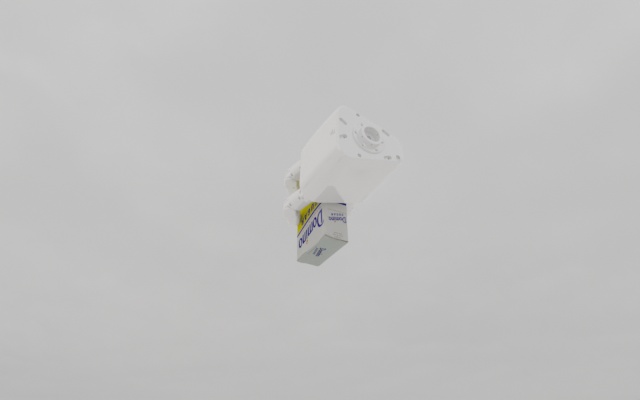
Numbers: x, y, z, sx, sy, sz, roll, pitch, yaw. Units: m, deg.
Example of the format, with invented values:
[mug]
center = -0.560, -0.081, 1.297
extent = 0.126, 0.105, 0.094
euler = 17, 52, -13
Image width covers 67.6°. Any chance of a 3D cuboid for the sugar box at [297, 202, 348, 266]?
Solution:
[sugar box]
center = 0.000, 0.002, 0.741
extent = 0.048, 0.176, 0.093
euler = 18, -38, -22
